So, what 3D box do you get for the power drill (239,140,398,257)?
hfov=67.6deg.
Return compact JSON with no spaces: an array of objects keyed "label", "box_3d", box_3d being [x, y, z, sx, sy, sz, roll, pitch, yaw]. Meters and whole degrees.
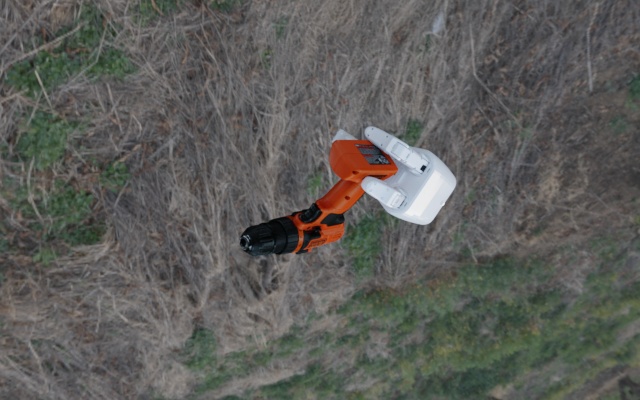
[{"label":"power drill","box_3d":[0.001,0.002,0.630,0.184,0.057,0.188,-9,-32,-49]}]
